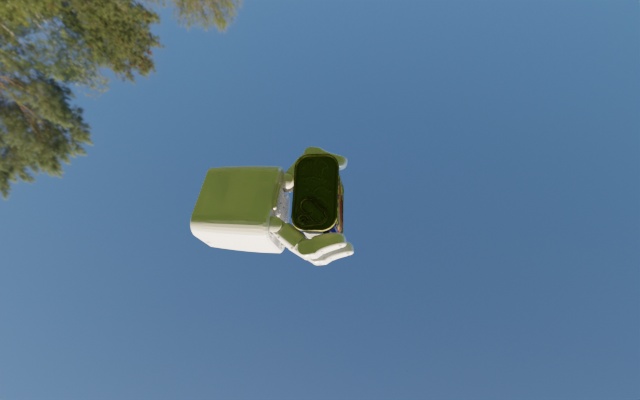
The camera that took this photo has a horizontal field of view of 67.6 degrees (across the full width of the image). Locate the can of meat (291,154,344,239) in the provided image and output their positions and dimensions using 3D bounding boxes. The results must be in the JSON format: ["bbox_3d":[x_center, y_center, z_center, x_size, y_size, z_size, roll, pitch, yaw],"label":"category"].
[{"bbox_3d":[0.000,0.002,0.629,0.057,0.102,0.084,-1,-19,10],"label":"can of meat"}]
